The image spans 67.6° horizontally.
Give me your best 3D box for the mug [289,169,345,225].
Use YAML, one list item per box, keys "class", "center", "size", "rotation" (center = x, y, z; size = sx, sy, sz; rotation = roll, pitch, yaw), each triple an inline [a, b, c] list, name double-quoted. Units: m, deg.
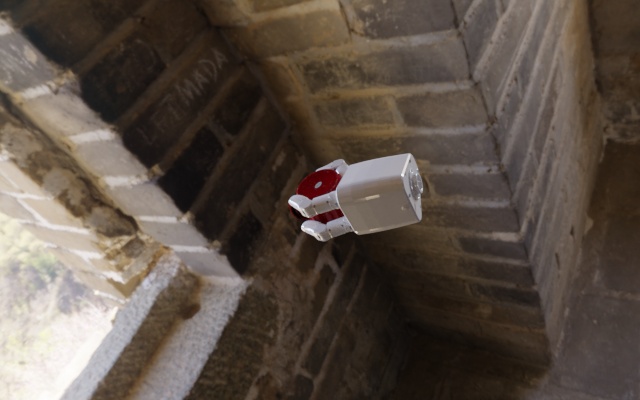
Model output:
- class: "mug"
  center: [-0.001, 0.003, 0.826]
  size: [0.117, 0.081, 0.093]
  rotation: [-13, 39, 24]
